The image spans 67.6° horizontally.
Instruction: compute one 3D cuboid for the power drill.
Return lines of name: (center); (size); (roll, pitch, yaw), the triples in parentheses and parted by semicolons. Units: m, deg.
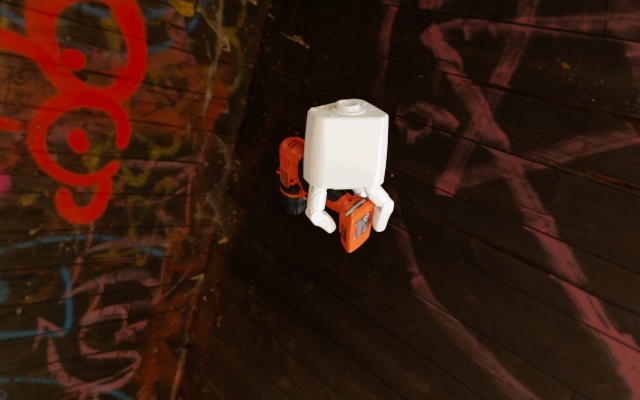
power drill: (0.000, 0.003, 0.810); (0.187, 0.185, 0.057); (38, 62, 25)
